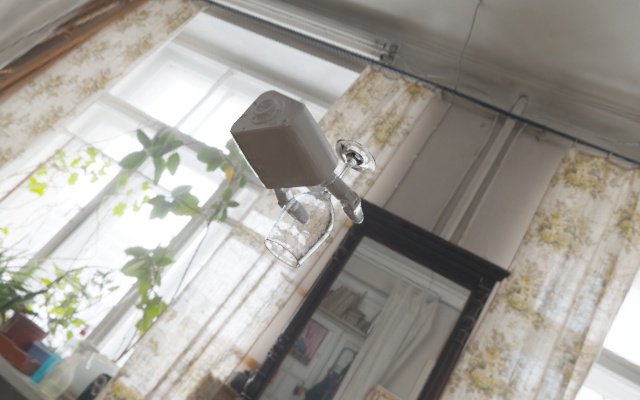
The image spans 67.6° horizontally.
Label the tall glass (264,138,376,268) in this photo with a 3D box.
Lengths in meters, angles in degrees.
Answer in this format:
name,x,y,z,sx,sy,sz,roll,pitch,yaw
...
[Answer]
name,x,y,z,sx,sy,sz,roll,pitch,yaw
tall glass,0.001,0.002,0.707,0.079,0.201,0.079,30,-25,15
